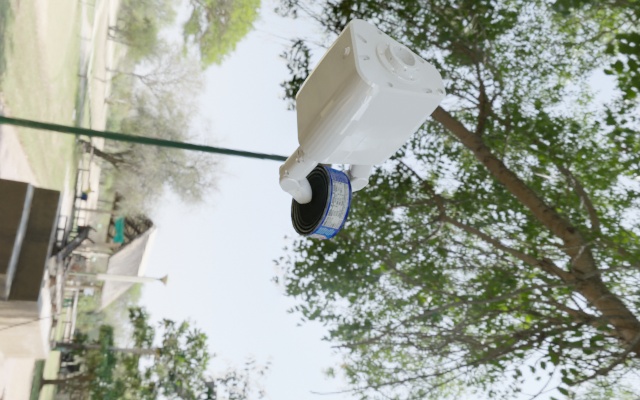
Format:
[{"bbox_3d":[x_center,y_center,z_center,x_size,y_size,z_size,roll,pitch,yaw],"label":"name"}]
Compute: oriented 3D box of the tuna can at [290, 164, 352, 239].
[{"bbox_3d":[0.001,0.002,0.559,0.034,0.086,0.086,14,-7,-30],"label":"tuna can"}]
